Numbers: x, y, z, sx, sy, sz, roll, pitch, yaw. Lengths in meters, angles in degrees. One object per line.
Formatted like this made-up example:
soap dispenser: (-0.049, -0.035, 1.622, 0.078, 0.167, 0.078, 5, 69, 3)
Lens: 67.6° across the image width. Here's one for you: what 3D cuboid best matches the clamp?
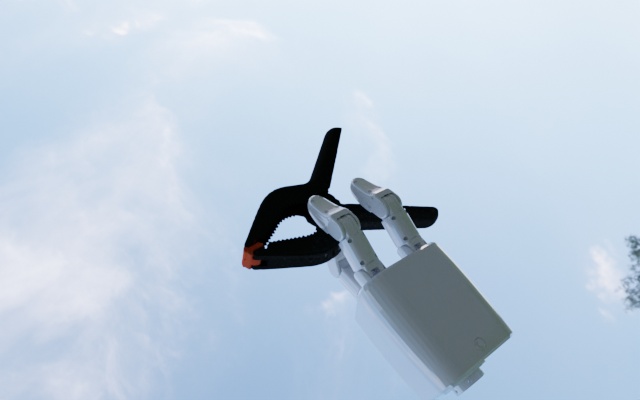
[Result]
clamp: (0.000, 0.003, 0.499, 0.210, 0.164, 0.036, -25, -31, -30)
